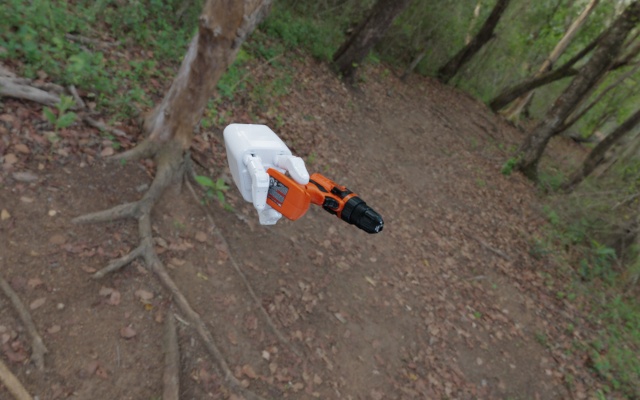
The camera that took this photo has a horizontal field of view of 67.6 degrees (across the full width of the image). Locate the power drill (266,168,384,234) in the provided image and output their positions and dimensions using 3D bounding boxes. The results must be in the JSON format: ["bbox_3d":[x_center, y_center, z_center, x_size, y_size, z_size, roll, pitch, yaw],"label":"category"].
[{"bbox_3d":[0.000,0.002,0.822,0.184,0.057,0.187,32,14,35],"label":"power drill"}]
